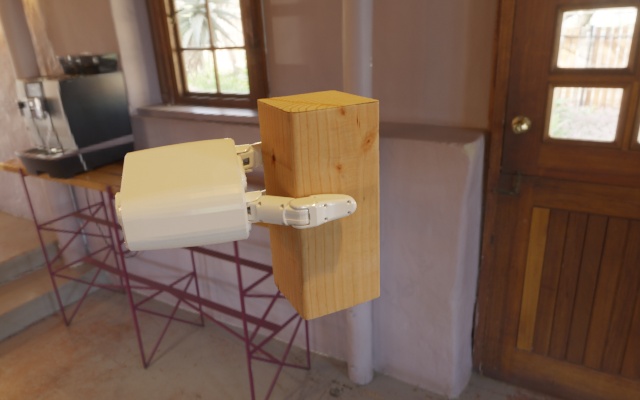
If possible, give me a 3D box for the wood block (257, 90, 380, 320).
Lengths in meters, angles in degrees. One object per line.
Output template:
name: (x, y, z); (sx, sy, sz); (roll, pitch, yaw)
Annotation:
wood block: (0.000, 0.002, 0.486); (0.090, 0.206, 0.090); (-12, 23, -23)
